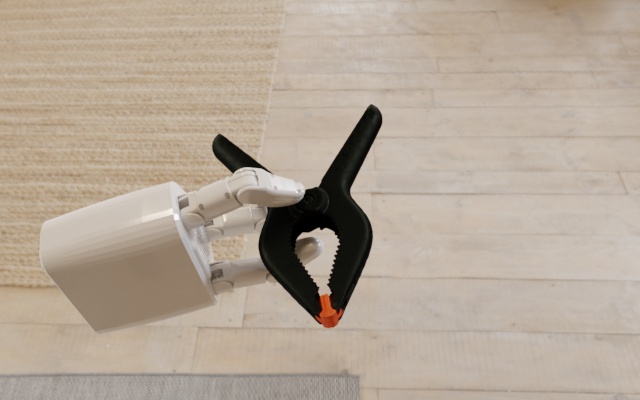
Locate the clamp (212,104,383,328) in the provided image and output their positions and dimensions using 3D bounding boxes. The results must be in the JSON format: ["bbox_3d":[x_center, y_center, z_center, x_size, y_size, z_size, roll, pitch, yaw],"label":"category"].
[{"bbox_3d":[0.000,0.001,0.412,0.164,0.209,0.036,-17,-33,-2],"label":"clamp"}]
